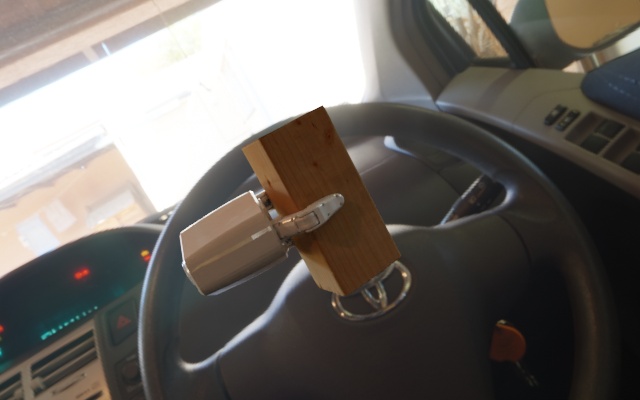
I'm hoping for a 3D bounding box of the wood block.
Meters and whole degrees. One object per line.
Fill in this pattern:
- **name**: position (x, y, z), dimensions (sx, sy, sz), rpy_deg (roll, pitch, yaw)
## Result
- **wood block**: position (0.000, 0.002, 0.587), dimensions (0.090, 0.206, 0.091), rpy_deg (-32, 10, -20)
